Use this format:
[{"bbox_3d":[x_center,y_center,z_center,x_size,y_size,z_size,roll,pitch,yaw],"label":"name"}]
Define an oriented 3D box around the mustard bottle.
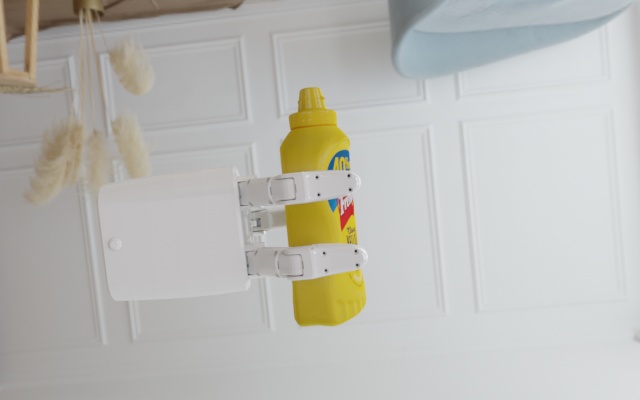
[{"bbox_3d":[0.000,0.002,0.406,0.058,0.191,0.096,-5,2,19],"label":"mustard bottle"}]
